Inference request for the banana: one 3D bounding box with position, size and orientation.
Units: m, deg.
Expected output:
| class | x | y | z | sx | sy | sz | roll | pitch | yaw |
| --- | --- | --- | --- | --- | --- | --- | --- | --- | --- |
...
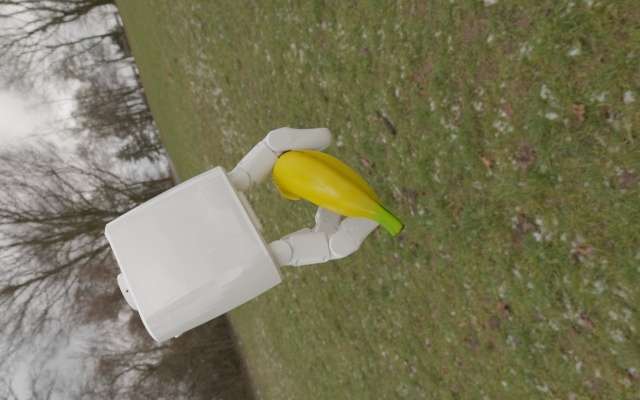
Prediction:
| class | x | y | z | sx | sy | sz | roll | pitch | yaw |
| --- | --- | --- | --- | --- | --- | --- | --- | --- | --- |
| banana | -0.008 | -0.013 | 0.398 | 0.037 | 0.070 | 0.197 | -38 | 22 | -12 |
